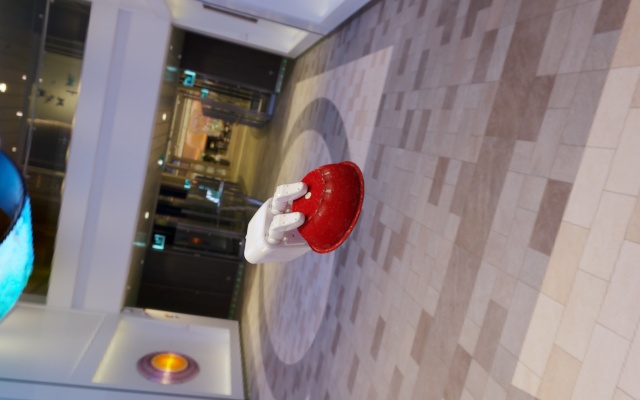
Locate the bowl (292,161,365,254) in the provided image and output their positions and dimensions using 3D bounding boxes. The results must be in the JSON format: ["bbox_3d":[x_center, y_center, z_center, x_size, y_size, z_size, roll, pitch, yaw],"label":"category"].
[{"bbox_3d":[0.001,0.002,0.778,0.055,0.162,0.162,21,-11,-30],"label":"bowl"}]
